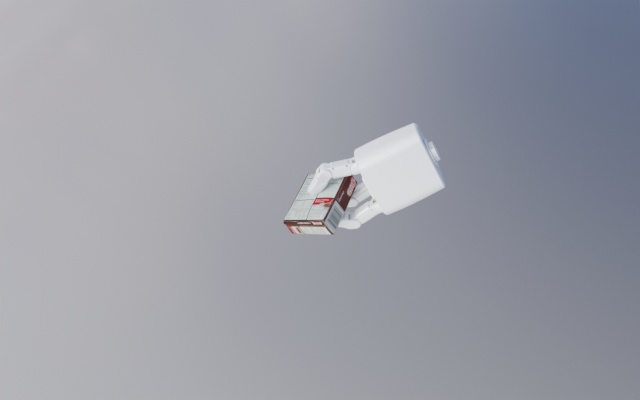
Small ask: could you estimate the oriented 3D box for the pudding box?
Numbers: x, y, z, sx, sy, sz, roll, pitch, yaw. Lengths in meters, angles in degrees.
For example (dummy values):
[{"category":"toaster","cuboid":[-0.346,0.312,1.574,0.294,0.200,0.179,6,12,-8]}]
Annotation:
[{"category":"pudding box","cuboid":[0.000,0.002,0.798,0.090,0.113,0.039,-2,-43,39]}]
